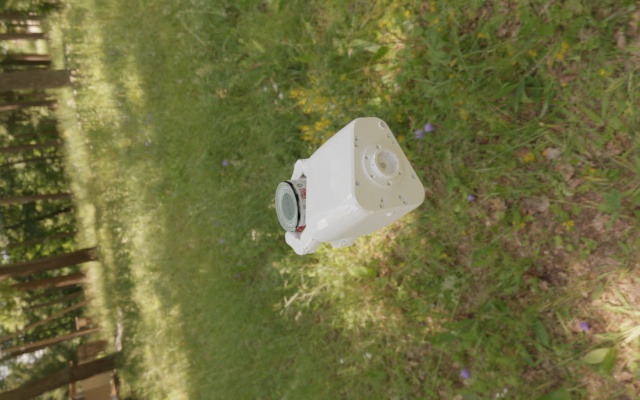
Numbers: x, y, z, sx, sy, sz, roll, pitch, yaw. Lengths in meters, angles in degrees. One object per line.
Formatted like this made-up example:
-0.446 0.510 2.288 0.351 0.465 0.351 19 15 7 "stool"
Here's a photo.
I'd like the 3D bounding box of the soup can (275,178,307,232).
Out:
0.000 0.002 0.630 0.102 0.068 0.068 -8 4 -29 "soup can"
